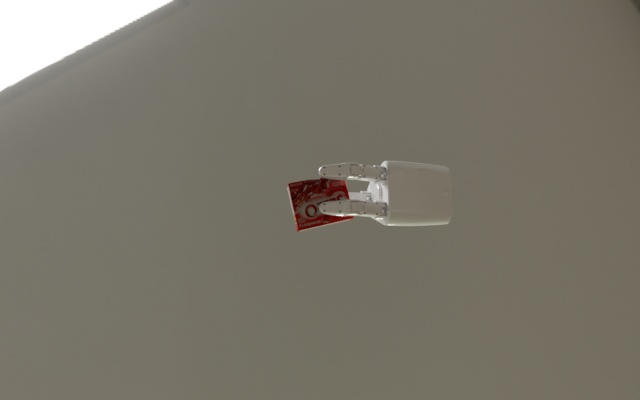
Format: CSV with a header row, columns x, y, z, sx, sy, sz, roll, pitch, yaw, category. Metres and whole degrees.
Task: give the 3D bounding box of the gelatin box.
x,y,z,sx,sy,sz,roll,pitch,yaw,category
0.000,0.002,0.725,0.089,0.073,0.030,-12,-6,-9,gelatin box
